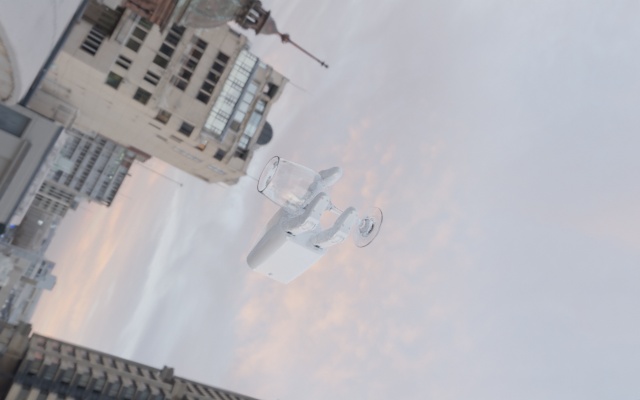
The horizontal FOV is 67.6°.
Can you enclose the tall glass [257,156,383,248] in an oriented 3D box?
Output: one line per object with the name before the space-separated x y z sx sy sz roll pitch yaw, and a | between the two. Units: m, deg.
tall glass | 0.001 0.003 0.761 0.201 0.079 0.079 29 -13 -25
